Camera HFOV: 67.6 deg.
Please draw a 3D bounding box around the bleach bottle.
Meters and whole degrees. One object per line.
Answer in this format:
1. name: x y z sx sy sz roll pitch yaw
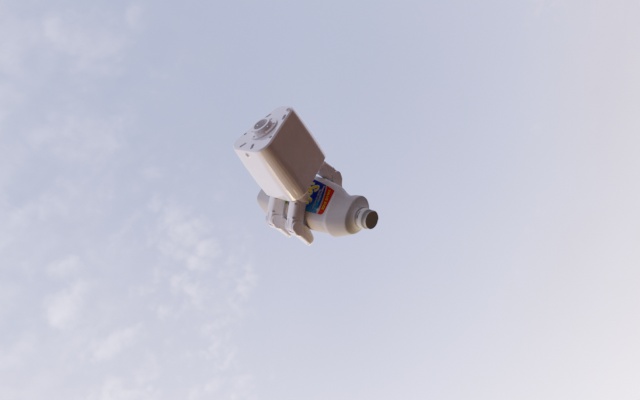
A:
1. bleach bottle: 0.000 0.003 0.801 0.251 0.102 0.068 14 -32 48
